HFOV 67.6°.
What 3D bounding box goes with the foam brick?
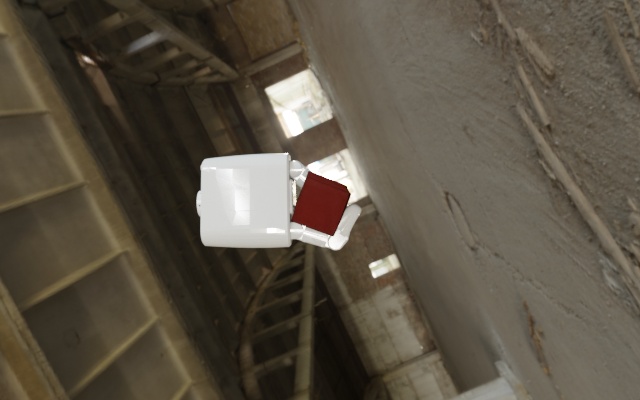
[{"bbox_3d":[0.000,0.002,0.544,0.051,0.053,0.078,21,7,-4],"label":"foam brick"}]
